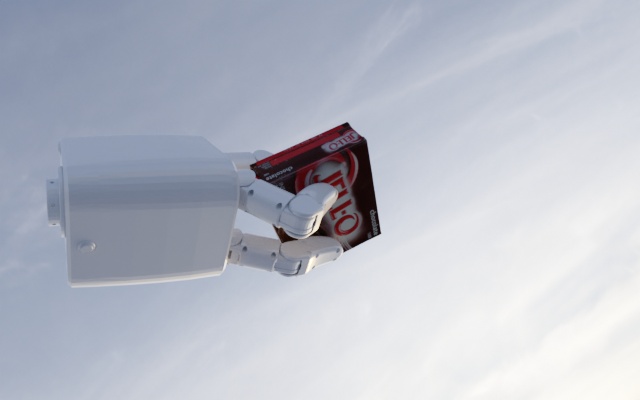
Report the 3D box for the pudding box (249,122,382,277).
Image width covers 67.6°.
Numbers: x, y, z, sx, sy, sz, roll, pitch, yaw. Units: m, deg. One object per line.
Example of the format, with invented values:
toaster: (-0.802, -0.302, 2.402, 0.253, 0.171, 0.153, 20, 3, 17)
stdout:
pudding box: (0.000, 0.001, 0.404, 0.090, 0.114, 0.039, -25, 46, -10)
